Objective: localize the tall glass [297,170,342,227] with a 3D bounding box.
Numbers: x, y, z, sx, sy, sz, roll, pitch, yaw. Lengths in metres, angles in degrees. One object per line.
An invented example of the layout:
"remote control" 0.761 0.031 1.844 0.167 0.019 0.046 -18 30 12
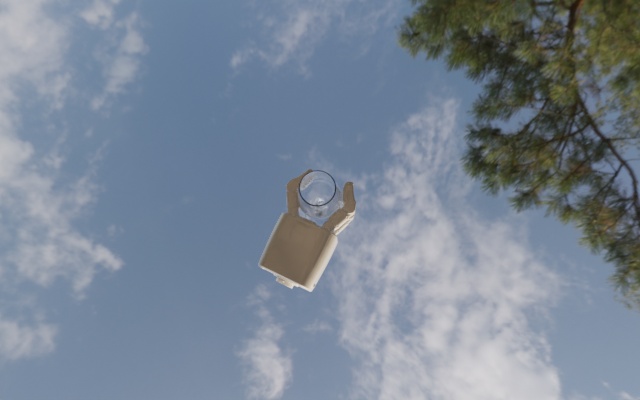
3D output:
"tall glass" 0.000 0.003 0.877 0.079 0.079 0.201 0 -14 3
